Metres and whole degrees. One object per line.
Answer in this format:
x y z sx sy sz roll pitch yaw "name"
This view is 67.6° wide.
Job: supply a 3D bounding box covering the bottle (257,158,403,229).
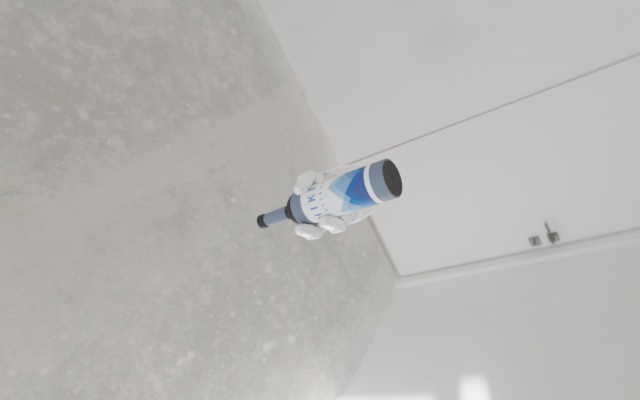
0.000 0.003 0.848 0.296 0.069 0.069 -19 -11 34 "bottle"
